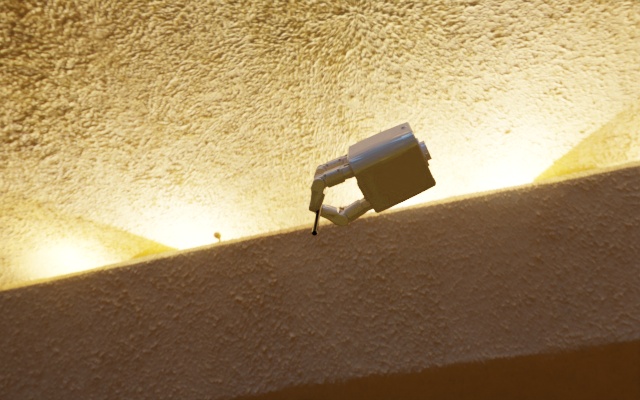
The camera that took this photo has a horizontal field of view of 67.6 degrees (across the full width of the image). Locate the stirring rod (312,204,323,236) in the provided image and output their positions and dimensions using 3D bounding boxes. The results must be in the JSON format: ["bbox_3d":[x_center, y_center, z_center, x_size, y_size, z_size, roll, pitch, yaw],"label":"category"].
[{"bbox_3d":[0.000,0.003,0.789,0.011,0.011,0.239,0,21,4],"label":"stirring rod"}]
